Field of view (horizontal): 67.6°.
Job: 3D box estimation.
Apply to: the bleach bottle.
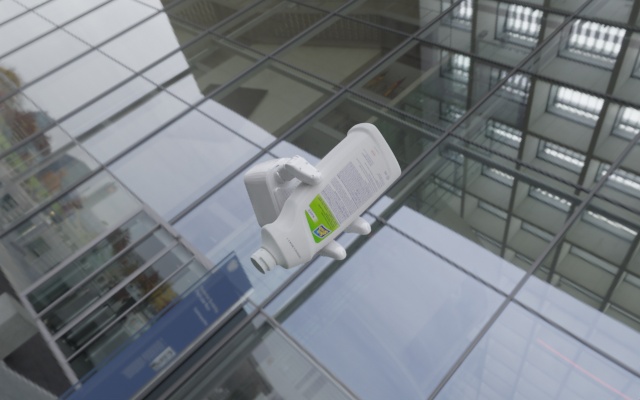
[{"bbox_3d":[0.000,0.002,0.665,0.250,0.102,0.068,-41,18,-23],"label":"bleach bottle"}]
